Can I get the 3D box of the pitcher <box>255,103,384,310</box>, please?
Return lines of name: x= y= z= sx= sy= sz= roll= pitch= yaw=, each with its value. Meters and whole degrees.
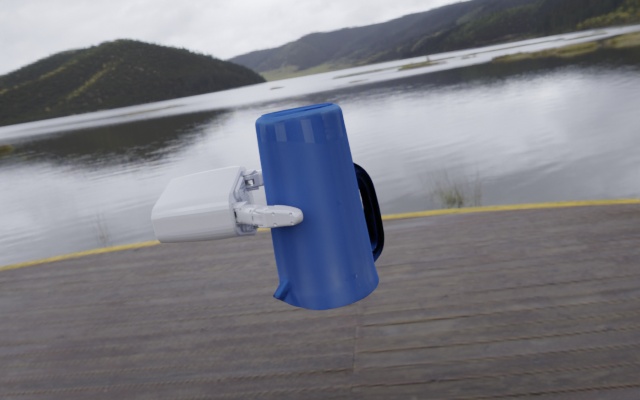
pitcher: x=0.000 y=0.002 z=0.614 sx=0.145 sy=0.243 sz=0.149 roll=-8 pitch=14 yaw=9
